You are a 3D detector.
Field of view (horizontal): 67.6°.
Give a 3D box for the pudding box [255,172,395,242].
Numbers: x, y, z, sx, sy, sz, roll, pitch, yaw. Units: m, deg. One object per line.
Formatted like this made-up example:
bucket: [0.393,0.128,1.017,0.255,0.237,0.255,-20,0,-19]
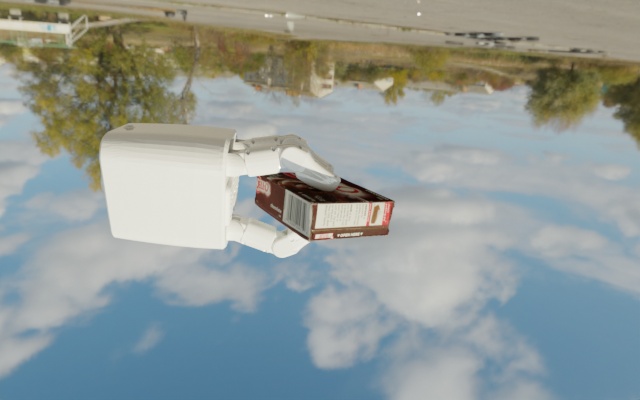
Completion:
pudding box: [0.000,0.002,0.457,0.090,0.039,0.113,-2,20,-32]
